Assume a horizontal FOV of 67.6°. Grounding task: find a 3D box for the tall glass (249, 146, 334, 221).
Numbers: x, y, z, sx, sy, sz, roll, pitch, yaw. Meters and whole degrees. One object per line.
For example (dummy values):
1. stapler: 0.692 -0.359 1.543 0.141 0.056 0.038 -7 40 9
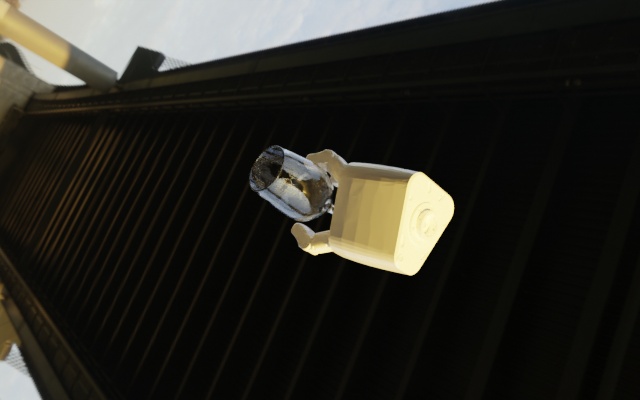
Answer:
1. tall glass: 0.000 0.002 0.636 0.079 0.079 0.201 0 -24 47
